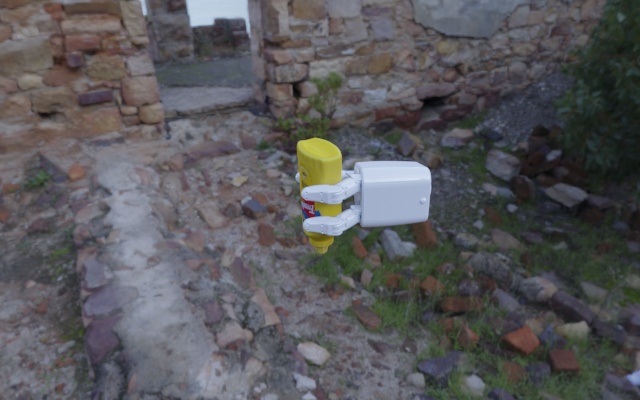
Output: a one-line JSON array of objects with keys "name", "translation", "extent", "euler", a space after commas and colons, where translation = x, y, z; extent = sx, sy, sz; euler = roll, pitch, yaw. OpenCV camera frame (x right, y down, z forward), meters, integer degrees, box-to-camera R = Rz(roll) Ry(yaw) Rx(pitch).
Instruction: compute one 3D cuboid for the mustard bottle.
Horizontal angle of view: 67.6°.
[{"name": "mustard bottle", "translation": [0.000, 0.002, 0.773], "extent": [0.058, 0.192, 0.096], "euler": [-16, 31, -23]}]
